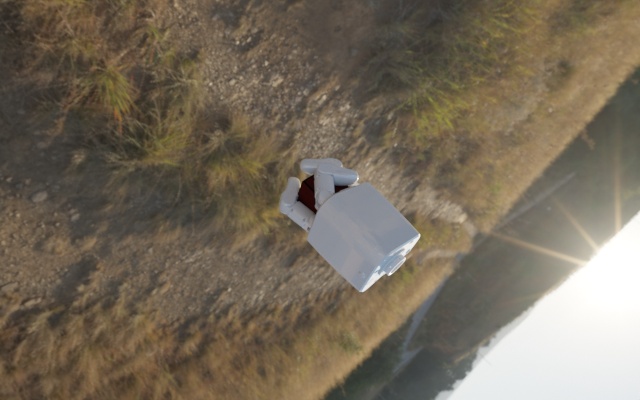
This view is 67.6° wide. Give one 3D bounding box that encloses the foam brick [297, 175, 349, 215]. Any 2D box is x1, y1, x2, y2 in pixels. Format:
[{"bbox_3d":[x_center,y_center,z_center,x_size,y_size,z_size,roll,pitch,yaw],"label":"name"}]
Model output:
[{"bbox_3d":[0.000,0.002,0.685,0.053,0.051,0.078,-32,-23,-34],"label":"foam brick"}]
